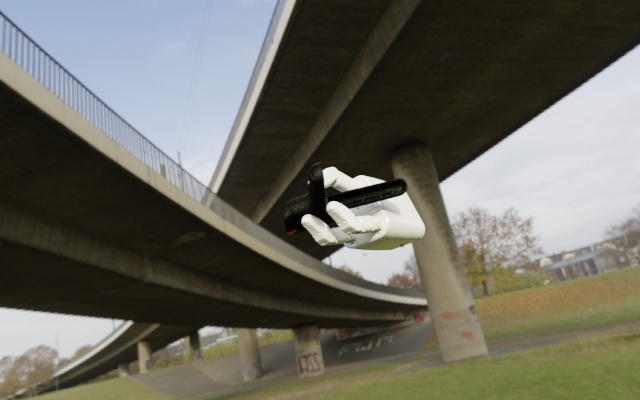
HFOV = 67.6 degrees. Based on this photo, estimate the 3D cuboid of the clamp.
[{"bbox_3d":[0.000,0.002,0.708,0.164,0.036,0.210,13,-30,-41],"label":"clamp"}]
